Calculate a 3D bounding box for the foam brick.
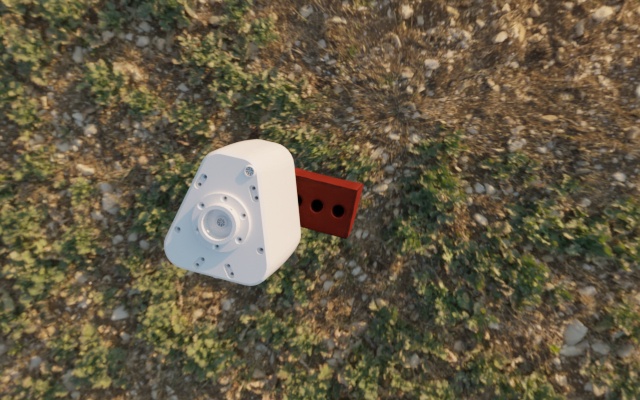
[{"bbox_3d":[0.000,0.002,0.499,0.078,0.053,0.051,13,11,6],"label":"foam brick"}]
